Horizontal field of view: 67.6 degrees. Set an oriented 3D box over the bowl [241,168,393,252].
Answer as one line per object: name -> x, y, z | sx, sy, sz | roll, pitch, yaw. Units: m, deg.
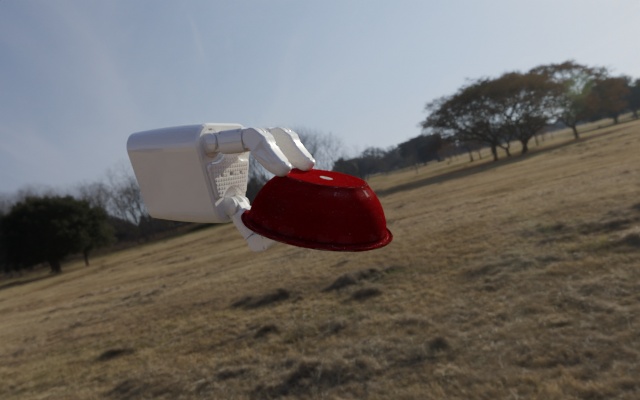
bowl -> 0.001, 0.001, 0.502 | 0.162, 0.055, 0.162 | 8, 13, -2
